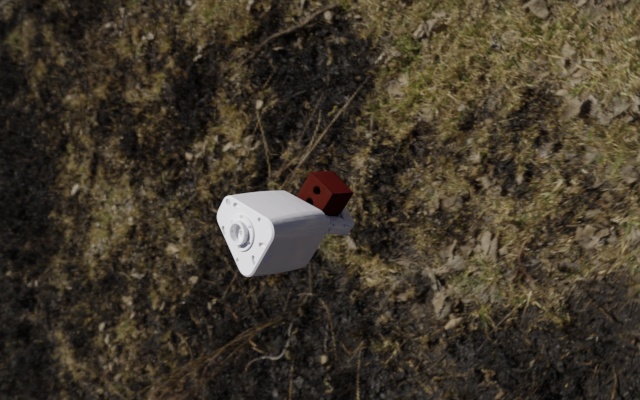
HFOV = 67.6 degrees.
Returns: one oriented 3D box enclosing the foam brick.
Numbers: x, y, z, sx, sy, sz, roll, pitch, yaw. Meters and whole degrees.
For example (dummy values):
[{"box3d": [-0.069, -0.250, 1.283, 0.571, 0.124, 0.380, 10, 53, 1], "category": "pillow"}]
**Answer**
[{"box3d": [0.000, 0.002, 0.704, 0.051, 0.078, 0.053, -3, 42, -50], "category": "foam brick"}]
